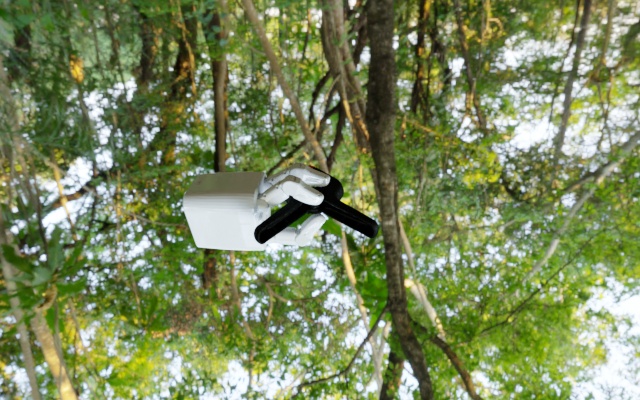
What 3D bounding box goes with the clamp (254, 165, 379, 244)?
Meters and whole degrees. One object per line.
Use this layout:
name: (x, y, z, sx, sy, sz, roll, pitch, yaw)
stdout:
clamp: (0.000, 0.003, 0.706, 0.164, 0.036, 0.210, 1, 28, 4)
